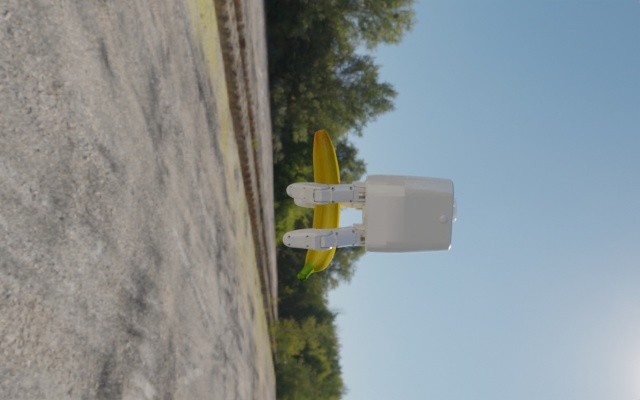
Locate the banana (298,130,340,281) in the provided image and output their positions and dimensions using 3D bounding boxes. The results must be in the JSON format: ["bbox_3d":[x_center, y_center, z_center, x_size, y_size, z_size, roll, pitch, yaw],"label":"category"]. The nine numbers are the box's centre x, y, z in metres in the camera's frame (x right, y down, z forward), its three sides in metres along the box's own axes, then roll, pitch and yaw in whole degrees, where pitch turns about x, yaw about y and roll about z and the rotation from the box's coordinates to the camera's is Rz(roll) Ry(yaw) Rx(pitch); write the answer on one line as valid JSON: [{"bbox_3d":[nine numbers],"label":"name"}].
[{"bbox_3d":[0.005,0.008,0.639,0.037,0.197,0.069,3,-8,16],"label":"banana"}]
